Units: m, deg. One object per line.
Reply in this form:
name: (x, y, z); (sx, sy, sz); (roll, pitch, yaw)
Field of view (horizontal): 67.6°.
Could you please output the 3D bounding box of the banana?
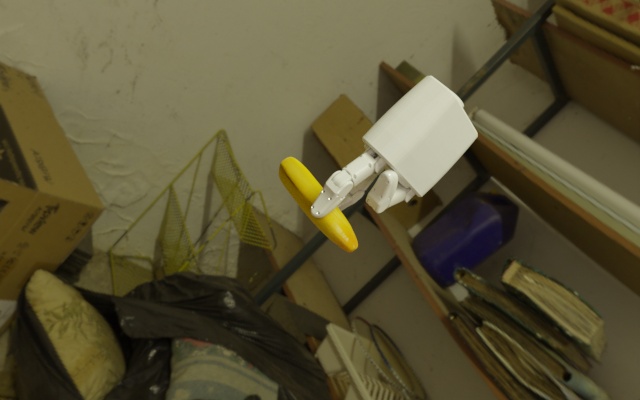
banana: (-0.013, -0.009, 0.614); (0.070, 0.037, 0.197); (39, 8, -39)
